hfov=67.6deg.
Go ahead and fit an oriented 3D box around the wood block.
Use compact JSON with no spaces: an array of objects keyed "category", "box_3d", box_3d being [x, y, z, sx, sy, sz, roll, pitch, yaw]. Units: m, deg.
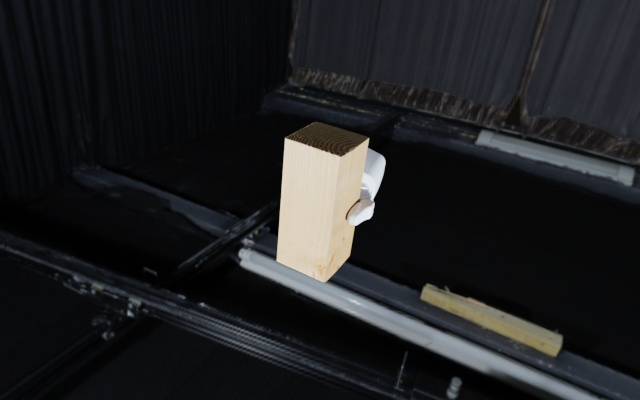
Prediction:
[{"category":"wood block","box_3d":[0.001,0.002,0.706,0.091,0.206,0.090,20,32,23]}]
